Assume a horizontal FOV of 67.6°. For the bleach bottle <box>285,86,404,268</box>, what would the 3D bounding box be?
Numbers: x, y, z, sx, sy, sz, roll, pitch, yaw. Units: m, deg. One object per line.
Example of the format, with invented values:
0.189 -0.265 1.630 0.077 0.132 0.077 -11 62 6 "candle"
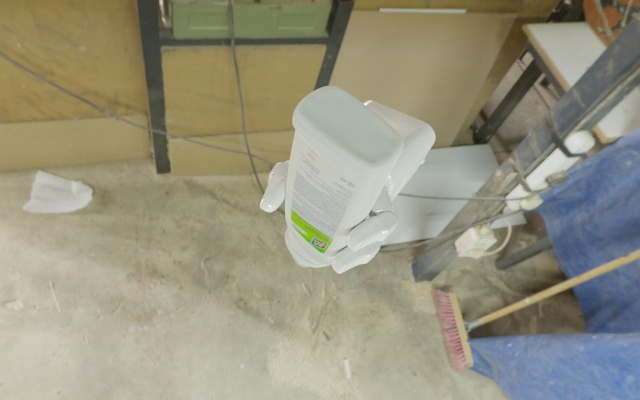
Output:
0.000 0.002 0.517 0.068 0.102 0.251 -43 -14 -33 "bleach bottle"
